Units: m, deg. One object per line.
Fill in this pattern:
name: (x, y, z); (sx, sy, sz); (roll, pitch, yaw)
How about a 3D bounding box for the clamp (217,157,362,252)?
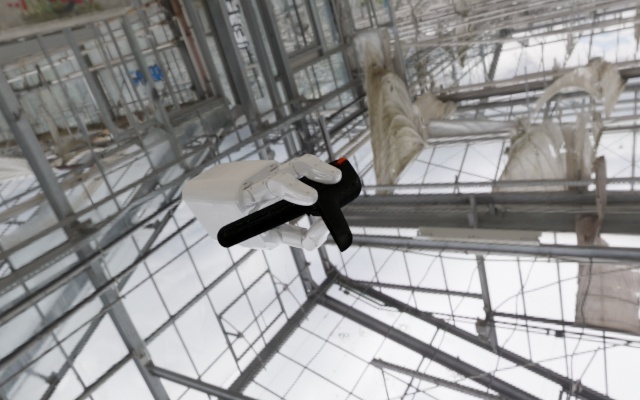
clamp: (0.000, 0.002, 0.574); (0.164, 0.036, 0.210); (4, 29, 34)
